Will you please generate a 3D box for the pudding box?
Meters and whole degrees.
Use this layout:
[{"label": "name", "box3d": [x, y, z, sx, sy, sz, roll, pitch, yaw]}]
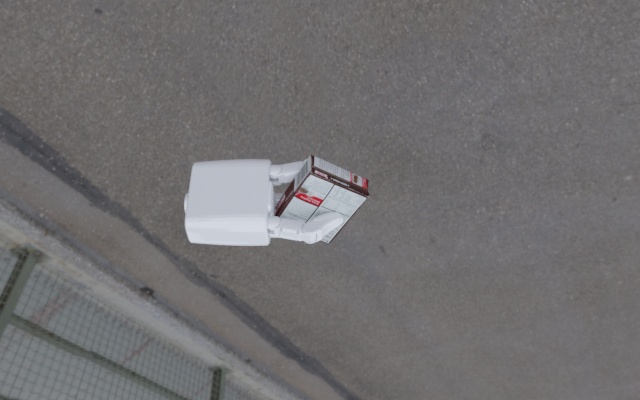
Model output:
[{"label": "pudding box", "box3d": [0.000, 0.002, 0.649, 0.090, 0.039, 0.113, 22, -47, -19]}]
